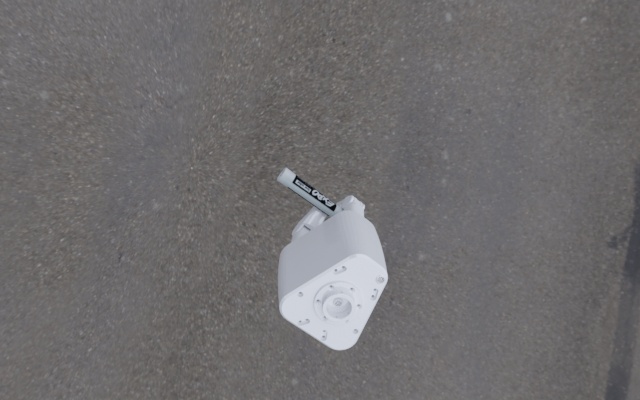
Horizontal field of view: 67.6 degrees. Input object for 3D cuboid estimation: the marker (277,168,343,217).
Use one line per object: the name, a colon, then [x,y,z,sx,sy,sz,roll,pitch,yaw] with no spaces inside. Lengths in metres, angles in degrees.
marker: [0.000,0.002,0.591,0.121,0.020,0.020,36,-10,-15]
